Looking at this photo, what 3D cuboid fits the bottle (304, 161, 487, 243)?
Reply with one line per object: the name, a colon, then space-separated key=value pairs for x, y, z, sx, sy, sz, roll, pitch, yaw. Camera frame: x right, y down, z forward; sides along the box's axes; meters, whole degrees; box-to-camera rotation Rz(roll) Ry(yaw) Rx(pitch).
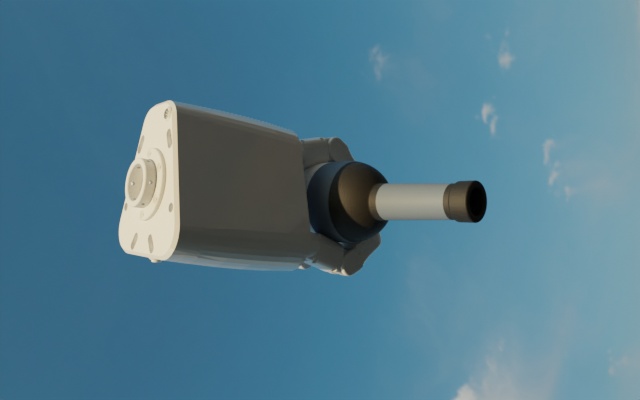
bottle: x=0.000 y=0.001 z=0.413 sx=0.069 sy=0.069 sz=0.295 roll=0 pitch=0 yaw=-43
